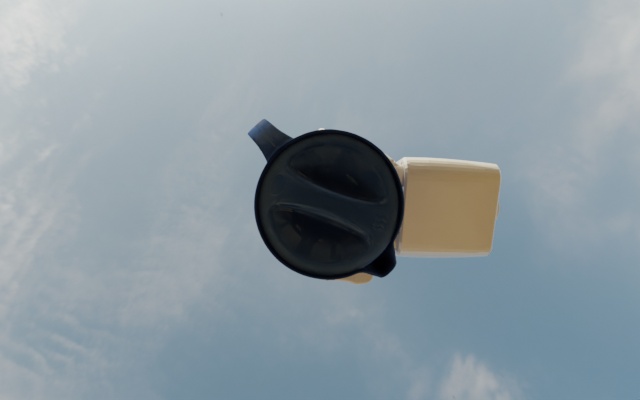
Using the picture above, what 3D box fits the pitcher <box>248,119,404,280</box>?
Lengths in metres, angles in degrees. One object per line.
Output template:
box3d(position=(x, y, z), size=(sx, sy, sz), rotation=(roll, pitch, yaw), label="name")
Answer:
box3d(position=(0.000, 0.002, 0.534), size=(0.145, 0.149, 0.243), rotation=(1, -3, -1), label="pitcher")
